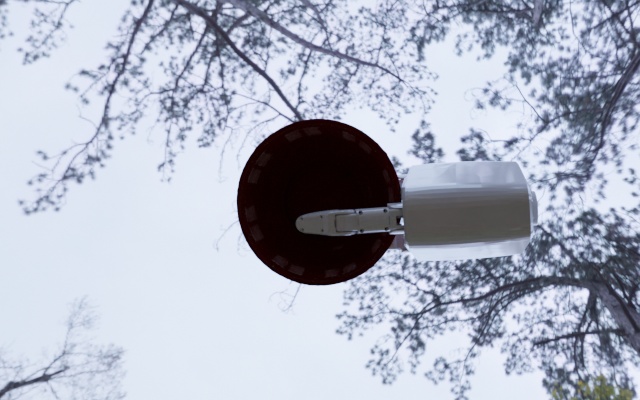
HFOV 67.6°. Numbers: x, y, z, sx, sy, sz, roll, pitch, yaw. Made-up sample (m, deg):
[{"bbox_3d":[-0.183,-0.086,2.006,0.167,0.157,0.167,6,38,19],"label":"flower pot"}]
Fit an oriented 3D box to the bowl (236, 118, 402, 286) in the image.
[{"bbox_3d":[-0.001,0.001,0.485,0.162,0.162,0.055,0,2,7],"label":"bowl"}]
